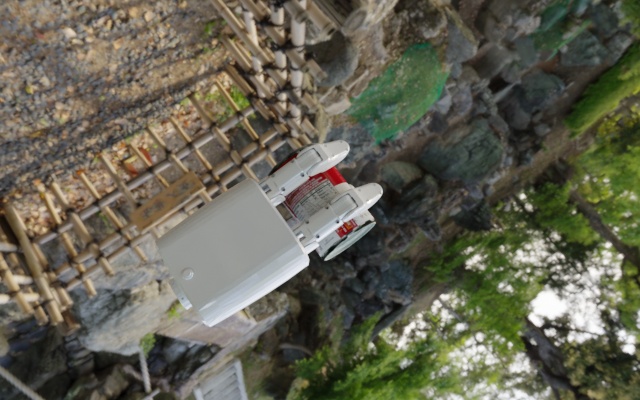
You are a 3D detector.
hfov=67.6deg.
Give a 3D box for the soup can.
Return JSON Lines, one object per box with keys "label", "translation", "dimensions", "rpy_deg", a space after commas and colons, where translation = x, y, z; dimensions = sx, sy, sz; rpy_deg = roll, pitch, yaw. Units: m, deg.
{"label": "soup can", "translation": [0.001, 0.002, 0.489], "dimensions": [0.068, 0.102, 0.068], "rpy_deg": [-35, -12, -9]}
